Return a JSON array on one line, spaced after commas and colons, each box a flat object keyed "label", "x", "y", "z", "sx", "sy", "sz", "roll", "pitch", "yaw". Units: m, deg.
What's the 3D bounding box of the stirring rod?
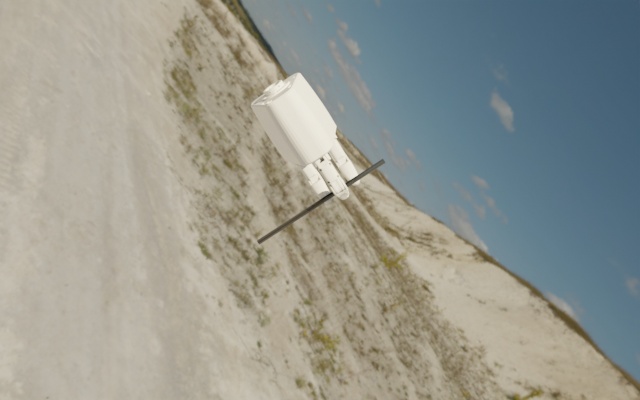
[{"label": "stirring rod", "x": 0.000, "y": 0.003, "z": 0.764, "sx": 0.239, "sy": 0.011, "sz": 0.011, "roll": -33, "pitch": -3, "yaw": 4}]
